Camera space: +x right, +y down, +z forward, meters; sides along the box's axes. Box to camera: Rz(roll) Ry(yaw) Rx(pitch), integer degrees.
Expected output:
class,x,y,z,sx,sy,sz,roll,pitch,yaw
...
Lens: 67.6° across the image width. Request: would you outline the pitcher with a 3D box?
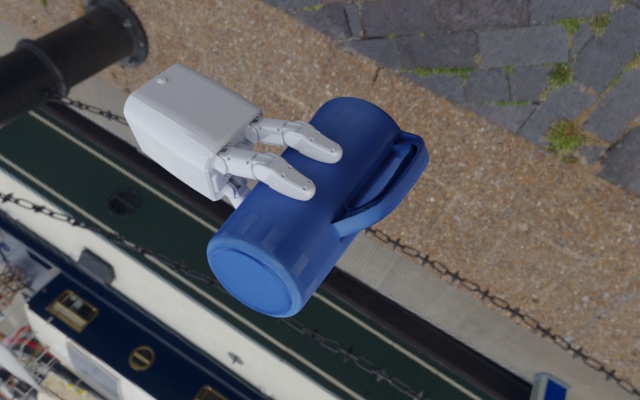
class,x,y,z,sx,sy,sz,roll,pitch,yaw
pitcher,0.000,0.002,0.510,0.145,0.242,0.149,34,-38,5
